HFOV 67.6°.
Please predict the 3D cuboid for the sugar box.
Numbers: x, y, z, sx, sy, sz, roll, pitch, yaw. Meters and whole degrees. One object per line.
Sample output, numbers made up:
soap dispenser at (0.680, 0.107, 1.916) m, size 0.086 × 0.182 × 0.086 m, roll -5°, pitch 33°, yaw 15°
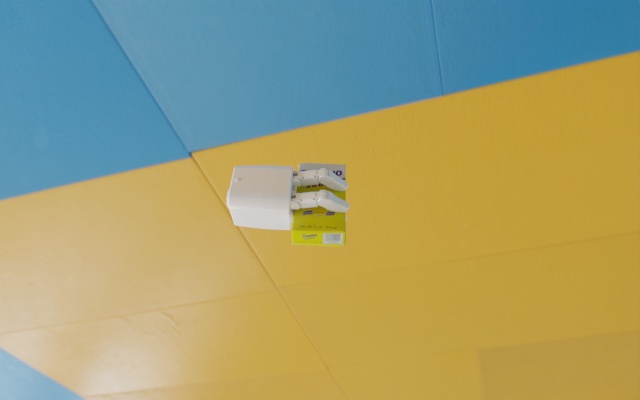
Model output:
sugar box at (0.000, 0.003, 0.866) m, size 0.093 × 0.176 × 0.048 m, roll 2°, pitch -43°, yaw 0°
